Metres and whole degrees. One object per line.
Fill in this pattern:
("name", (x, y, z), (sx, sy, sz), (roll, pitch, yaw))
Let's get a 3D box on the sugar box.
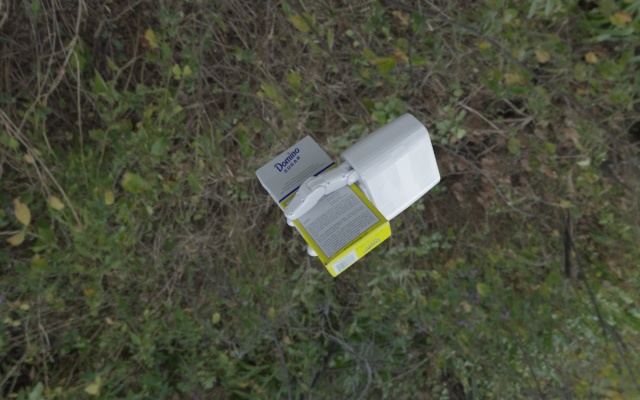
("sugar box", (0.000, 0.002, 0.620), (0.093, 0.176, 0.048), (-35, -33, -7))
